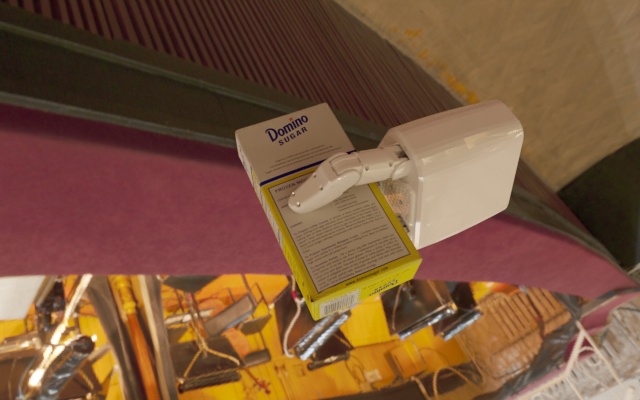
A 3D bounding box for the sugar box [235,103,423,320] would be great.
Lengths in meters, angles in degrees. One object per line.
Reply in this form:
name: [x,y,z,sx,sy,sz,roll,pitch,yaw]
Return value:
sugar box: [0.000,0.002,0.409,0.093,0.176,0.048,-20,-31,-14]
